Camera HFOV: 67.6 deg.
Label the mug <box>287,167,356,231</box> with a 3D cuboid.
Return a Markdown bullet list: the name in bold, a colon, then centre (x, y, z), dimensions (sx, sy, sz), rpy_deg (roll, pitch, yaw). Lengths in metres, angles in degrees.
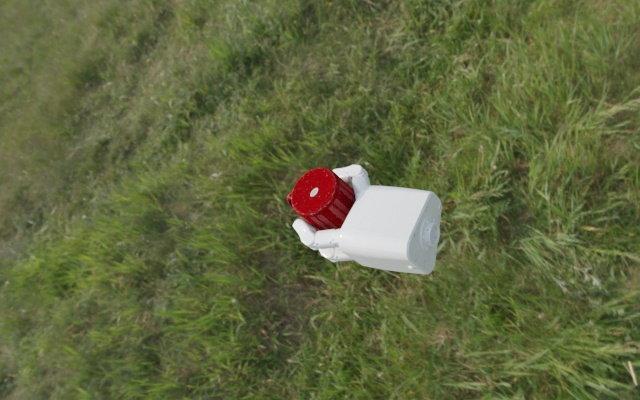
- **mug**: centre (-0.001, 0.002, 0.727), dimensions (0.117, 0.093, 0.081), rpy_deg (4, -24, 36)
